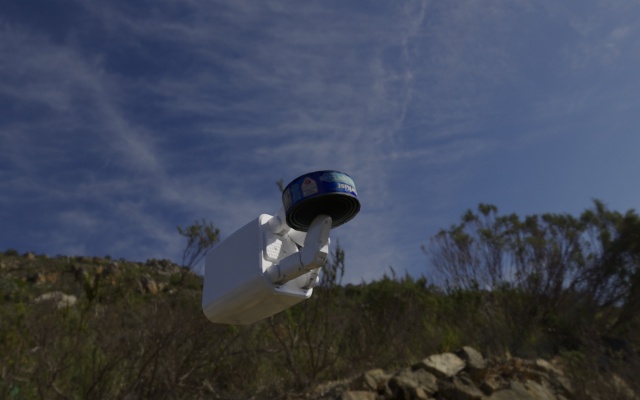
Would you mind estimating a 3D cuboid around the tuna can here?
[{"bbox_3d":[0.000,0.001,0.541,0.086,0.033,0.086,-10,-29,-6],"label":"tuna can"}]
